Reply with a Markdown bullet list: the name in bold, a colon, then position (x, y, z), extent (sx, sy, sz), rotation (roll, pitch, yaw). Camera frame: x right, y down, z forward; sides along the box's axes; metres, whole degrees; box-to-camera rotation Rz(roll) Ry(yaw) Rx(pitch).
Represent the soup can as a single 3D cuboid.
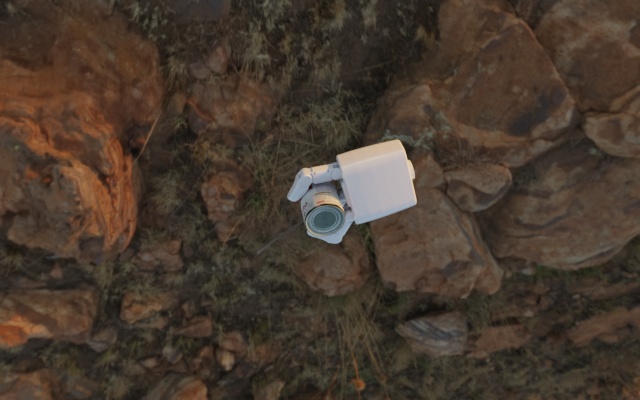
- **soup can**: position (0.000, 0.003, 0.789), extent (0.068, 0.069, 0.102), rotation (0, 37, -11)
